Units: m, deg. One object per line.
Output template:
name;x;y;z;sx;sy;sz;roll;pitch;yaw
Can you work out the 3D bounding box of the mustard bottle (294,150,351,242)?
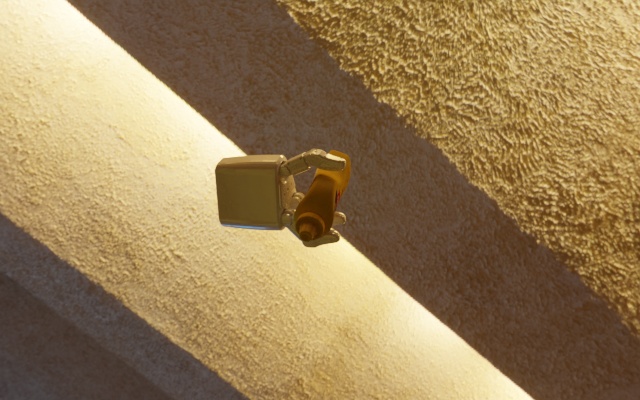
mustard bottle;0.001;0.002;0.728;0.058;0.096;0.191;22;32;2
